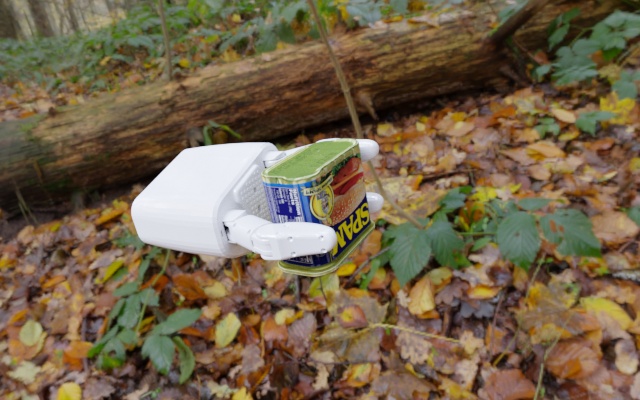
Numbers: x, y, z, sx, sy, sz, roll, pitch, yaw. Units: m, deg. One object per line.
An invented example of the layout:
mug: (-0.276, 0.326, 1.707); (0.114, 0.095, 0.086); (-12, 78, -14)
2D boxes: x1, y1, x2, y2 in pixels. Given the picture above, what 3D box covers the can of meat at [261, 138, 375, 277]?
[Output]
can of meat: (0.000, 0.001, 0.407); (0.057, 0.084, 0.102); (4, 26, 33)
